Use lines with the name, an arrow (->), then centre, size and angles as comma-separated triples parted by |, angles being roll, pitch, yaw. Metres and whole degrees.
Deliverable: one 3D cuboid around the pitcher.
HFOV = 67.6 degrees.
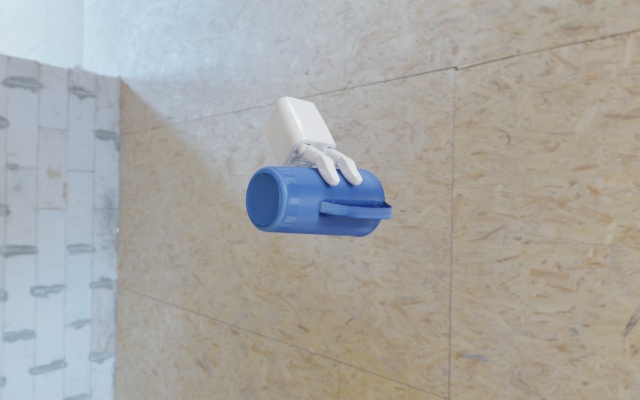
pitcher -> 0.000, 0.003, 0.846 | 0.243, 0.145, 0.149 | 2, -34, -44
